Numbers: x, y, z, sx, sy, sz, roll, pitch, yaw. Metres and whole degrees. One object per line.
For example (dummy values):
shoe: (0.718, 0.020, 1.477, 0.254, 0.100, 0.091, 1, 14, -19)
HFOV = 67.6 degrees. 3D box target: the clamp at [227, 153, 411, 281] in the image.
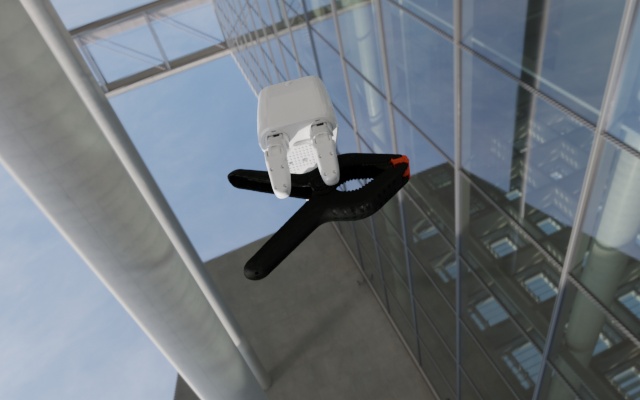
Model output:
clamp: (0.001, 0.002, 0.522, 0.210, 0.164, 0.036, -13, -45, 2)
